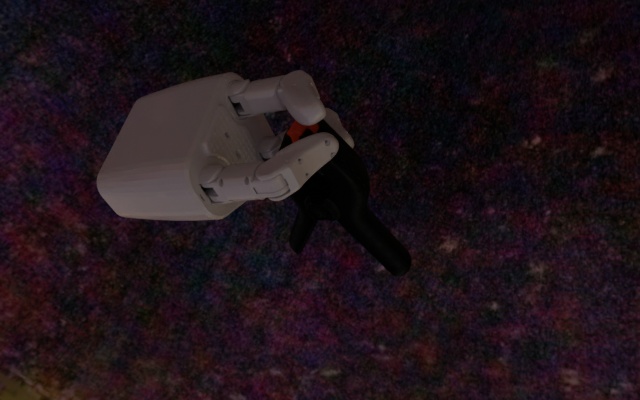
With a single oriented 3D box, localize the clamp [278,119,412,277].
[{"bbox_3d":[0.000,0.002,0.401,0.120,0.172,0.039,-3,42,30],"label":"clamp"}]
